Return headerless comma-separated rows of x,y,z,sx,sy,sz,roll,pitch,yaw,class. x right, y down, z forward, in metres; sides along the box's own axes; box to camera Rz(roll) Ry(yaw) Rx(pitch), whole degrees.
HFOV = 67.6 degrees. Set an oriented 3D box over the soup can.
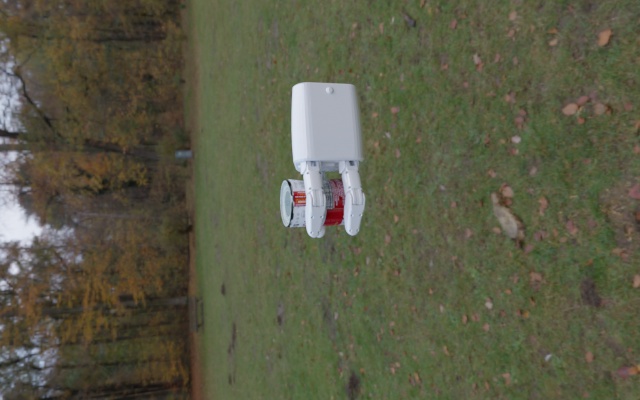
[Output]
0.000,0.003,0.672,0.102,0.068,0.068,-2,0,-17,soup can
